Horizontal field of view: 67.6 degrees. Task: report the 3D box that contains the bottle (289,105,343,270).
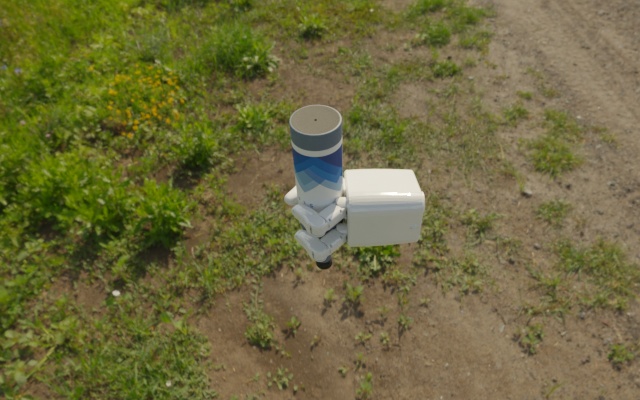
[{"bbox_3d":[0.000,0.002,0.702,0.069,0.069,0.296,-2,-45,2],"label":"bottle"}]
